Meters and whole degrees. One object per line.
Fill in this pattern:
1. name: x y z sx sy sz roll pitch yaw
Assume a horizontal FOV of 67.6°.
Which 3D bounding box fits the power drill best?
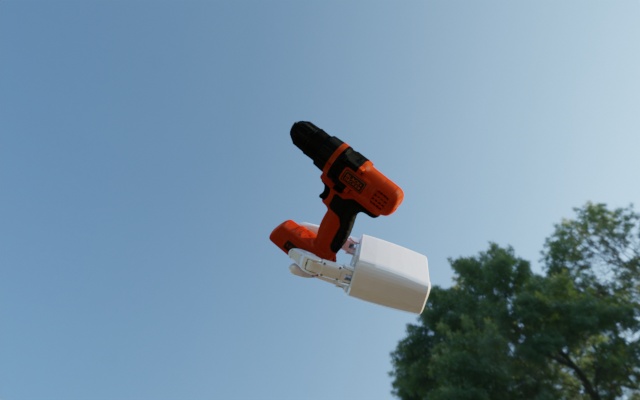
1. power drill: 0.000 0.003 0.685 0.184 0.188 0.057 39 30 10
